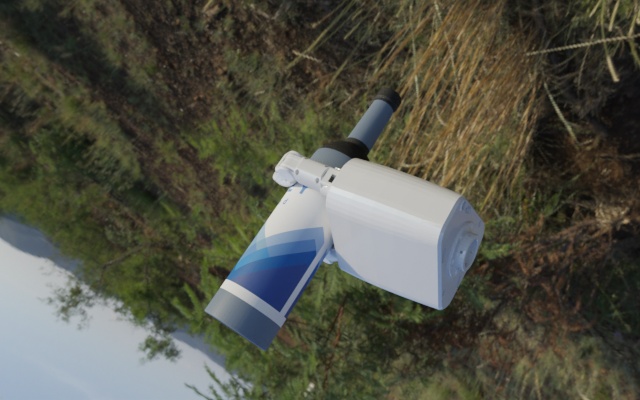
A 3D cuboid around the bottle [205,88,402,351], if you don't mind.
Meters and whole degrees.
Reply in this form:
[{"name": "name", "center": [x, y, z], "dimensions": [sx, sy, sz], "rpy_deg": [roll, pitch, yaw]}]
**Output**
[{"name": "bottle", "center": [0.000, 0.002, 0.476], "dimensions": [0.069, 0.295, 0.069], "rpy_deg": [30, -19, 11]}]
